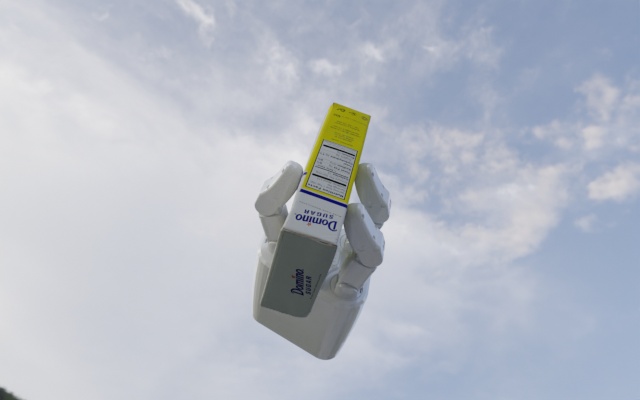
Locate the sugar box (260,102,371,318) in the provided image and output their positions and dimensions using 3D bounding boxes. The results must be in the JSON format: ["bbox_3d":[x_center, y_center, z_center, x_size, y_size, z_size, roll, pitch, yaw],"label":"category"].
[{"bbox_3d":[0.001,0.002,0.404,0.048,0.093,0.176,17,42,-2],"label":"sugar box"}]
